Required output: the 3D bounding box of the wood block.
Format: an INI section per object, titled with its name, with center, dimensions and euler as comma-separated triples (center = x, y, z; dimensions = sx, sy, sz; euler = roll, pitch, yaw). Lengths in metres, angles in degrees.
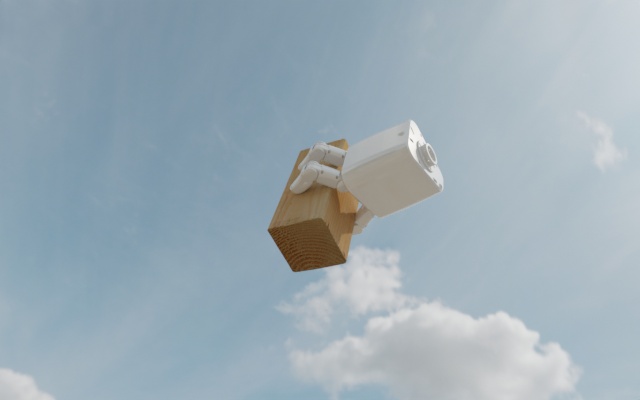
[wood block]
center = 0.001, 0.003, 0.748
dimensions = 0.090, 0.091, 0.206
euler = -14, 33, 23
